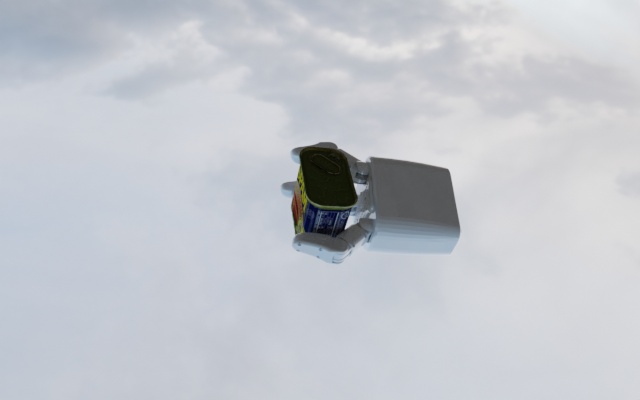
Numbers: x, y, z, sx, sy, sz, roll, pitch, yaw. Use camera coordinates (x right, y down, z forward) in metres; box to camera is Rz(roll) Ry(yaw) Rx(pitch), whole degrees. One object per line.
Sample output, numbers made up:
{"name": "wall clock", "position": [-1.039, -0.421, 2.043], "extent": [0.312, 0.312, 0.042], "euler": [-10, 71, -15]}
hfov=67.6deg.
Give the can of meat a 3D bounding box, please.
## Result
{"name": "can of meat", "position": [0.000, 0.002, 0.555], "extent": [0.057, 0.084, 0.102], "euler": [3, 43, -13]}
